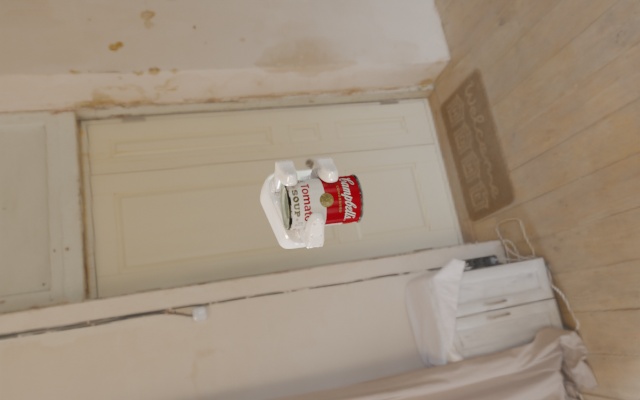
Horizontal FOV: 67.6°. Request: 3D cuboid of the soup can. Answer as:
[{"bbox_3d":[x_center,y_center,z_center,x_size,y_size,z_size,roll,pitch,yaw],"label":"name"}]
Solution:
[{"bbox_3d":[0.000,0.002,0.651,0.102,0.068,0.068,-6,1,-14],"label":"soup can"}]
